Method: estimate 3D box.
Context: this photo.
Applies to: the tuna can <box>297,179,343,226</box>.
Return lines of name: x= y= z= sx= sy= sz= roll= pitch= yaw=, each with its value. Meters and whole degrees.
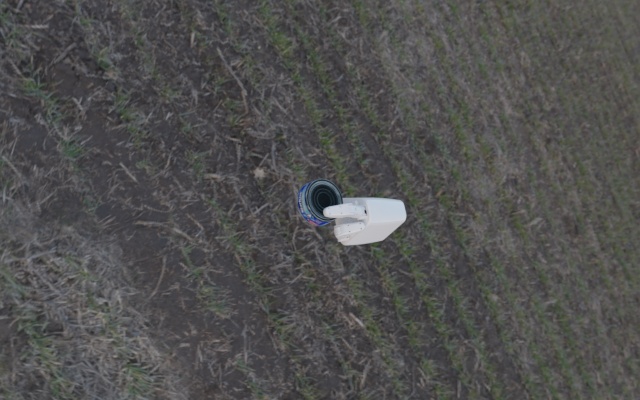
tuna can: x=0.000 y=0.003 z=0.898 sx=0.086 sy=0.086 sz=0.034 roll=0 pitch=-14 yaw=-34
